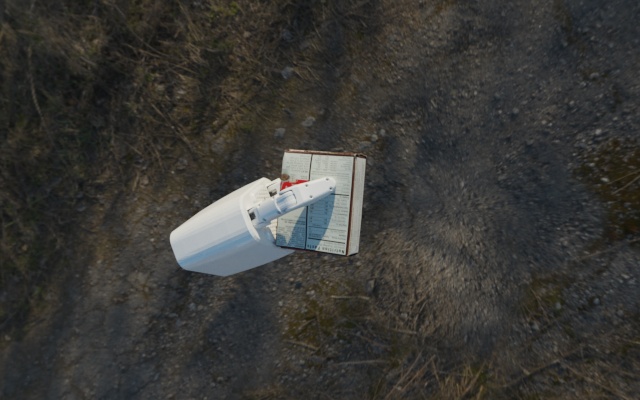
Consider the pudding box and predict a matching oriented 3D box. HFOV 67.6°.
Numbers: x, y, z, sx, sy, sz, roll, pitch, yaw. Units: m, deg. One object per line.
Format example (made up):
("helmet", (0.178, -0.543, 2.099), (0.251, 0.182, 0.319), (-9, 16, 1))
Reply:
("pudding box", (0.000, 0.002, 0.531), (0.090, 0.113, 0.039), (6, 5, 23))
